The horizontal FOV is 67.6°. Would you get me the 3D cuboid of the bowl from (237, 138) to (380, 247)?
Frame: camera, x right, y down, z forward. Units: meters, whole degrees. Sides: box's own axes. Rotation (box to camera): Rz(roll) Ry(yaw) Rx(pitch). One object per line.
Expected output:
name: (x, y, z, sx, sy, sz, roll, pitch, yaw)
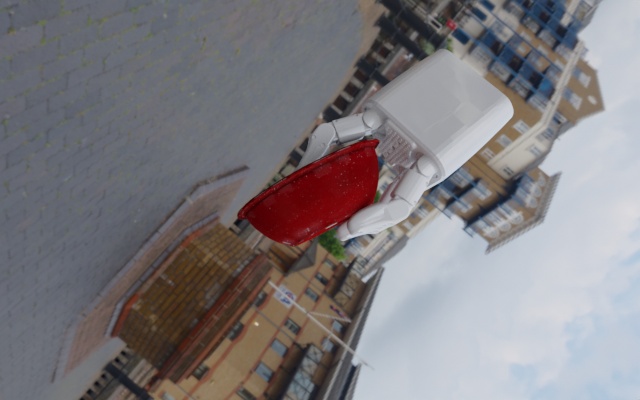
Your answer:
bowl: (-0.001, 0.003, 0.481, 0.162, 0.055, 0.162, -28, -5, -3)
